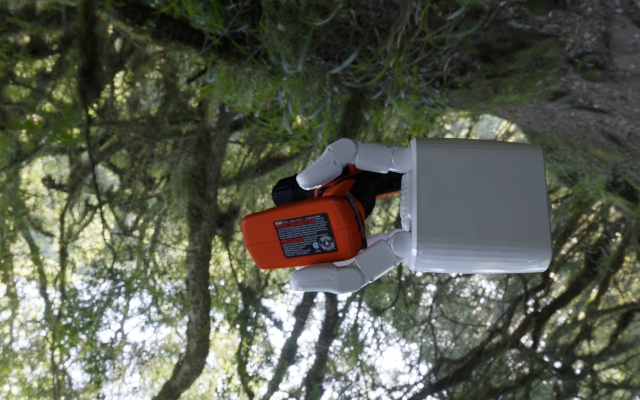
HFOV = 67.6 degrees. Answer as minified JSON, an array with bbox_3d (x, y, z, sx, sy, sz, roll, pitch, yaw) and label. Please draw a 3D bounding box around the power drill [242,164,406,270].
[{"bbox_3d":[0.000,0.002,0.478,0.184,0.057,0.187,-13,15,26],"label":"power drill"}]
